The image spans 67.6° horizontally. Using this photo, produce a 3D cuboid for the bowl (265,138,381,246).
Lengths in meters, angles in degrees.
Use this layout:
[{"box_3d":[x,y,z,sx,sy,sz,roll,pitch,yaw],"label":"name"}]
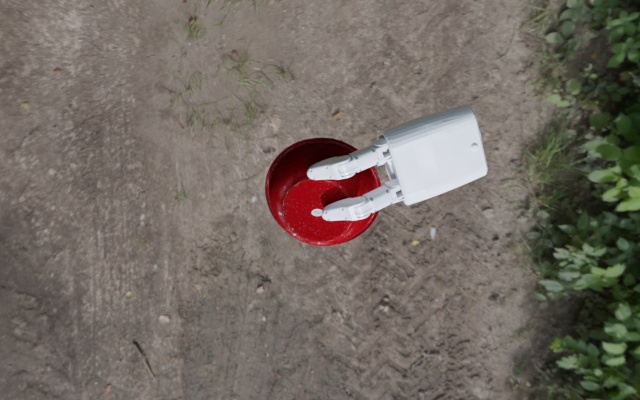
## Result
[{"box_3d":[-0.001,0.003,0.629,0.162,0.162,0.055,0,26,8],"label":"bowl"}]
